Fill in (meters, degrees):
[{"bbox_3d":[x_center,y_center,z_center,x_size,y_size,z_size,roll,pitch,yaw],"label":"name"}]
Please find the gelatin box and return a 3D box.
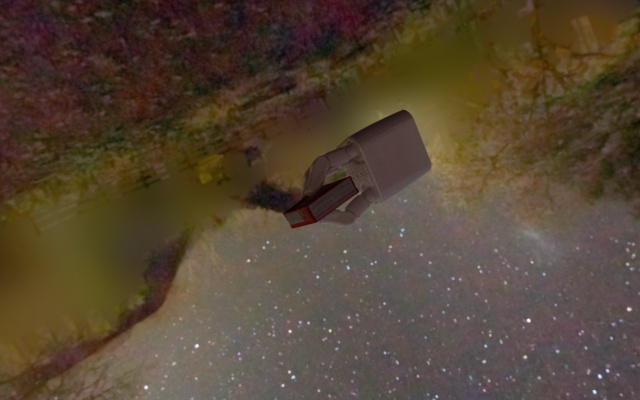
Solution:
[{"bbox_3d":[0.000,0.003,0.681,0.089,0.030,0.073,-36,10,-30],"label":"gelatin box"}]
